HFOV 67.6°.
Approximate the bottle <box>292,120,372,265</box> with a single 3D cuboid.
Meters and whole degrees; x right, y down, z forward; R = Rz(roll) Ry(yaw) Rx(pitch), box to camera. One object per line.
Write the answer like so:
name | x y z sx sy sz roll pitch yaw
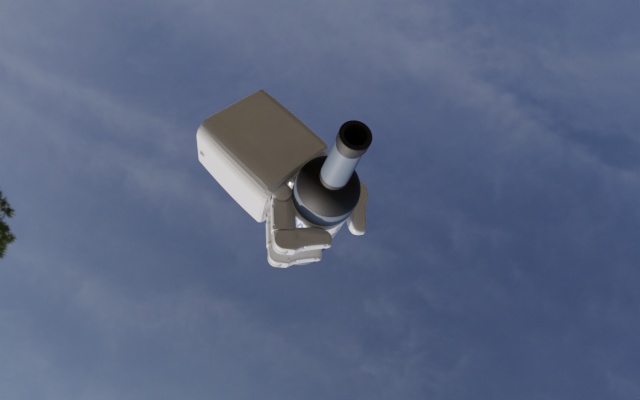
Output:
bottle | 0.000 0.002 0.509 0.069 0.069 0.296 0 -21 -12
